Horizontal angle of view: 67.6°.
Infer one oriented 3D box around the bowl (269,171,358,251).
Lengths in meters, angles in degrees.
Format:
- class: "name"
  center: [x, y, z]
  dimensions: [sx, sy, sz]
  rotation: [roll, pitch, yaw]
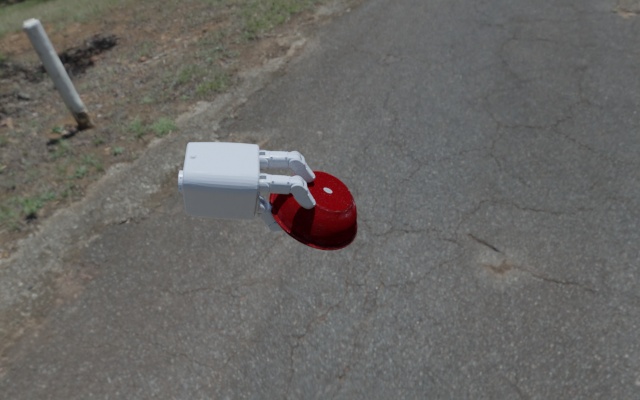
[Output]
- class: "bowl"
  center: [0.001, 0.002, 0.784]
  dimensions: [0.162, 0.162, 0.055]
  rotation: [0, -42, -34]
